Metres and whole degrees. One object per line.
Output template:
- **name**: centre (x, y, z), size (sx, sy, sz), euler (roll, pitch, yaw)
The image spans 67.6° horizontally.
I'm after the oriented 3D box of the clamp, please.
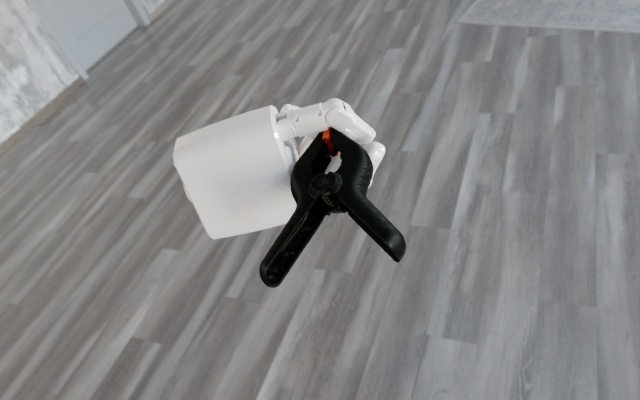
- **clamp**: centre (0.000, 0.001, 0.422), size (0.120, 0.039, 0.171), euler (-16, 42, 7)
